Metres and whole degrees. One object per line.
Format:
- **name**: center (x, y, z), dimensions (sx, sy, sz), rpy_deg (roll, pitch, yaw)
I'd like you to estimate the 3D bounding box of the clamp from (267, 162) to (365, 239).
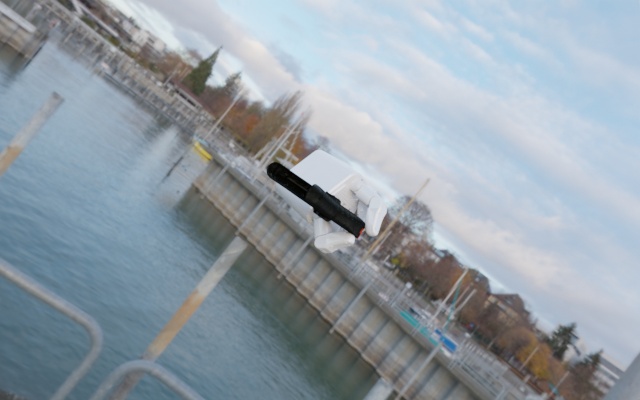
- **clamp**: center (0.001, 0.002, 0.670), dimensions (0.120, 0.039, 0.171), rpy_deg (41, 0, 42)
